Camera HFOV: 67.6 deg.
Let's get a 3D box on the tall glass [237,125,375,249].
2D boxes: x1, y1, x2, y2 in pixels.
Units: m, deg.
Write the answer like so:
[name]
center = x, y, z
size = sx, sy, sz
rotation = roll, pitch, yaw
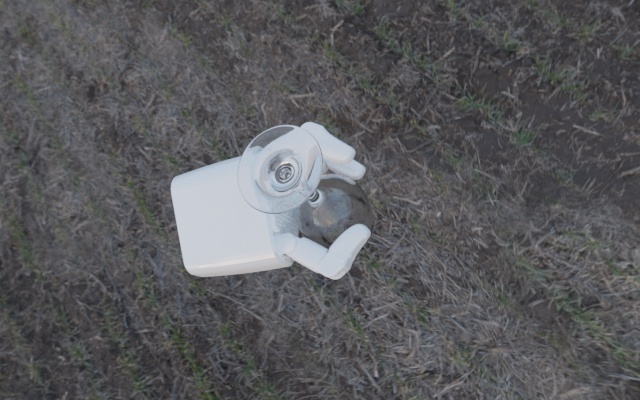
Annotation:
[tall glass]
center = 0.000, 0.001, 0.465
size = 0.079, 0.079, 0.201
rotation = 0, -16, 21
